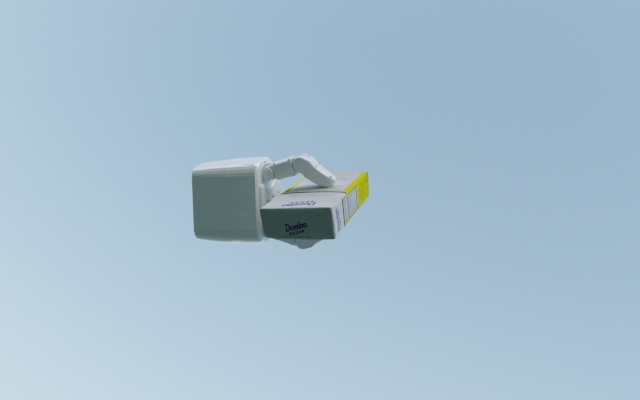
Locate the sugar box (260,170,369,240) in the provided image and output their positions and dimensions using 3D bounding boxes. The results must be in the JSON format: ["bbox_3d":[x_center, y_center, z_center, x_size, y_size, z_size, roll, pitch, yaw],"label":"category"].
[{"bbox_3d":[0.000,0.003,0.630,0.093,0.048,0.176,-1,19,21],"label":"sugar box"}]
